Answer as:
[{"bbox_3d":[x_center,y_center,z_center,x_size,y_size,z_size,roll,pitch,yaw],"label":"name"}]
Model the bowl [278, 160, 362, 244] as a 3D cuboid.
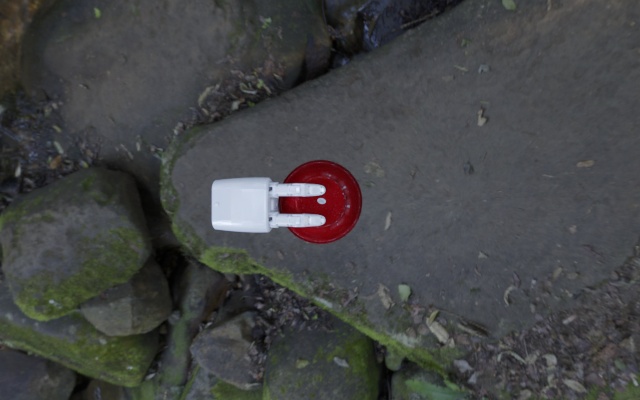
[{"bbox_3d":[0.001,0.003,0.889,0.162,0.162,0.055,0,0,-1],"label":"bowl"}]
